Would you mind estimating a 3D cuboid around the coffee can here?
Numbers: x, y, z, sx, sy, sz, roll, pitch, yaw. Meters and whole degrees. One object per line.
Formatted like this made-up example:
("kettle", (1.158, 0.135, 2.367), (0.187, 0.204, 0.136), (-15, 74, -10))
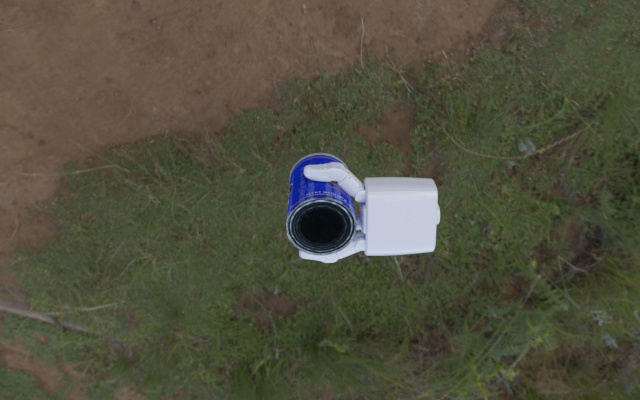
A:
("coffee can", (0.000, 0.002, 0.744), (0.103, 0.103, 0.140), (0, 32, -1))
